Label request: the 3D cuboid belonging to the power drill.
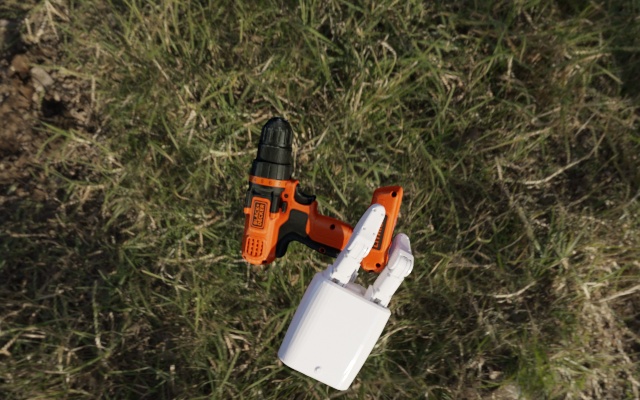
[{"bbox_3d":[0.000,0.002,0.579,0.187,0.184,0.057,12,10,13],"label":"power drill"}]
